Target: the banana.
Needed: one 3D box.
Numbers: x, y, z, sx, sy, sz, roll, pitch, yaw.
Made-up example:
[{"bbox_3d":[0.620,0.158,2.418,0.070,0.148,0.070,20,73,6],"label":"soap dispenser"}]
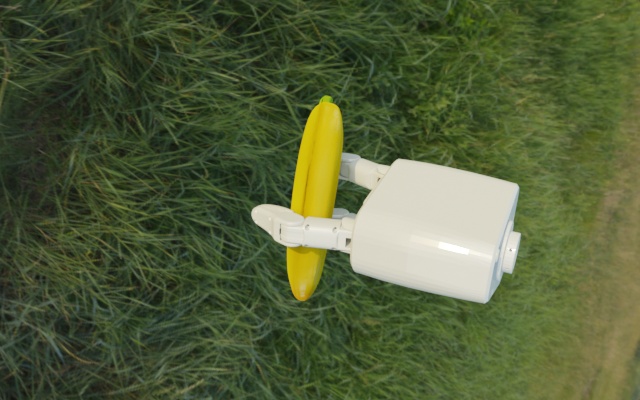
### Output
[{"bbox_3d":[-0.003,-0.003,0.428,0.037,0.198,0.069,9,-1,12],"label":"banana"}]
